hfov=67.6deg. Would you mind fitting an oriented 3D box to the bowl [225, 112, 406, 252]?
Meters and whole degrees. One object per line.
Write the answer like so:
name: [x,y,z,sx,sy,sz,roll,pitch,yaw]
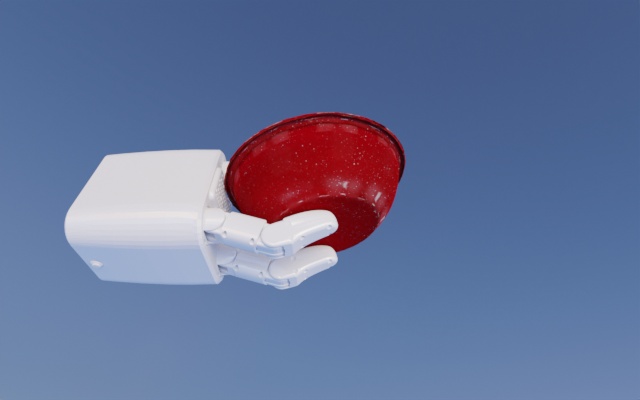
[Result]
bowl: [0.001,0.001,0.411,0.162,0.055,0.162,-7,-35,-5]
